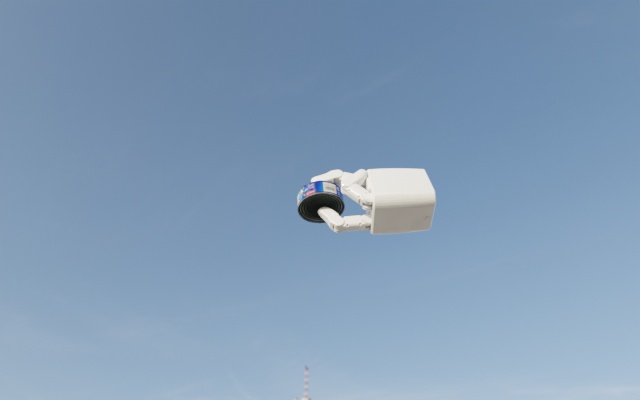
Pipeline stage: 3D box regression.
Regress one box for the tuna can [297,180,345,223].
[{"bbox_3d":[0.000,0.002,0.875,0.086,0.033,0.086,-4,-40,-3],"label":"tuna can"}]
